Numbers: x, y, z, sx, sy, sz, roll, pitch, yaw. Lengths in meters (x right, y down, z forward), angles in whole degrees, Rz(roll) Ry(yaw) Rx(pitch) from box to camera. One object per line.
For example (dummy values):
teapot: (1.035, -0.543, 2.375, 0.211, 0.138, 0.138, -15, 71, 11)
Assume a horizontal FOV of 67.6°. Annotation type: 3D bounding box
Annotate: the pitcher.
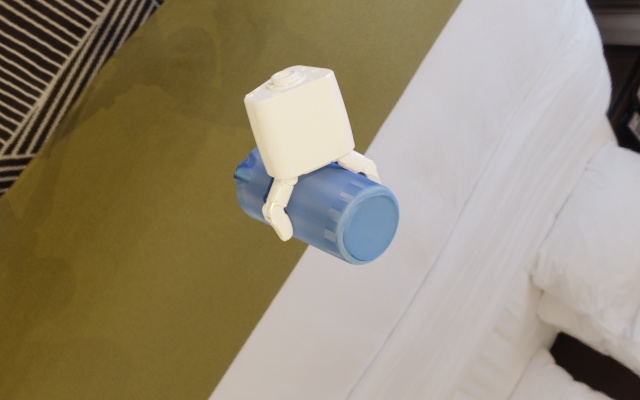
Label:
pitcher: (0.000, 0.002, 0.691, 0.149, 0.145, 0.242, -33, 35, -26)
